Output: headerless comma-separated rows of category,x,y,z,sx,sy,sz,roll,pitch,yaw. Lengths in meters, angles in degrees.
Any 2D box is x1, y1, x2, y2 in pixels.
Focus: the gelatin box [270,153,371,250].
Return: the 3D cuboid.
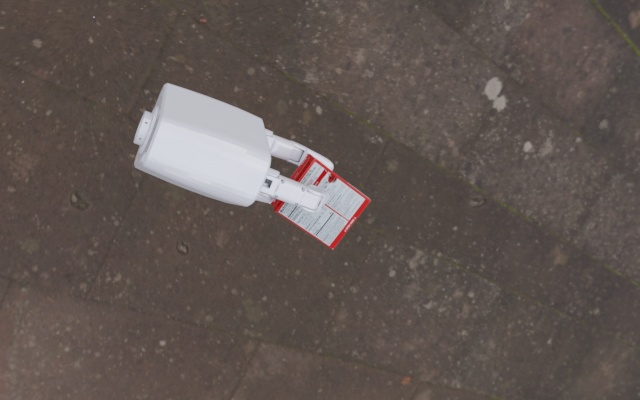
gelatin box,0.000,0.002,0.542,0.089,0.073,0.030,35,4,-23
